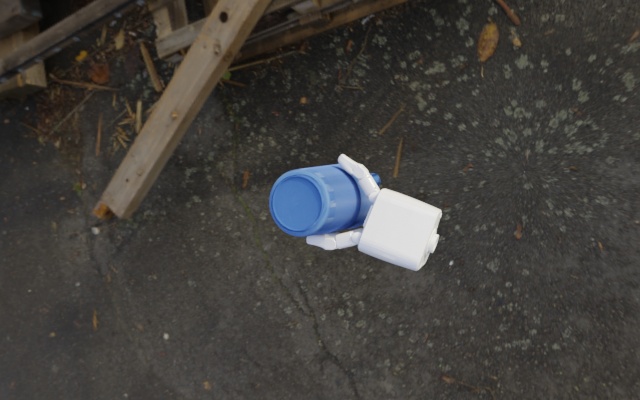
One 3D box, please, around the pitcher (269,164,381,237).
[{"bbox_3d":[0.000,0.003,0.861,0.145,0.149,0.243,22,11,20],"label":"pitcher"}]
